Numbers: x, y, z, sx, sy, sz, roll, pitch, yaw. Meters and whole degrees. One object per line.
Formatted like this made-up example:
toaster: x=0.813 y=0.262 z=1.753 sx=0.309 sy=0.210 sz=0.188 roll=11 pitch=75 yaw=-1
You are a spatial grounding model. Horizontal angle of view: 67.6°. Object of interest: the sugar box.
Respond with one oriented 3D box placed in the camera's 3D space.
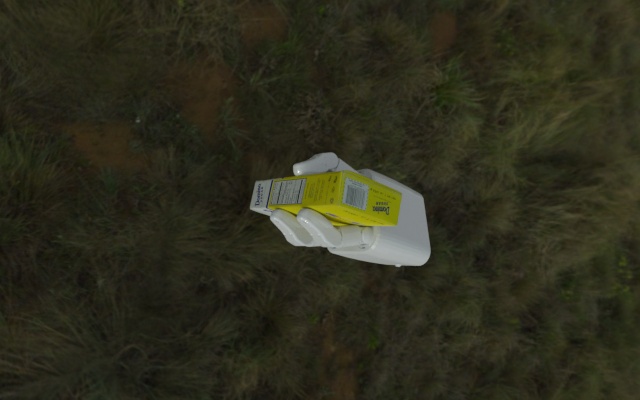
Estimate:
sugar box: x=0.000 y=0.002 z=0.575 sx=0.093 sy=0.048 sz=0.176 roll=20 pitch=-17 yaw=-36
